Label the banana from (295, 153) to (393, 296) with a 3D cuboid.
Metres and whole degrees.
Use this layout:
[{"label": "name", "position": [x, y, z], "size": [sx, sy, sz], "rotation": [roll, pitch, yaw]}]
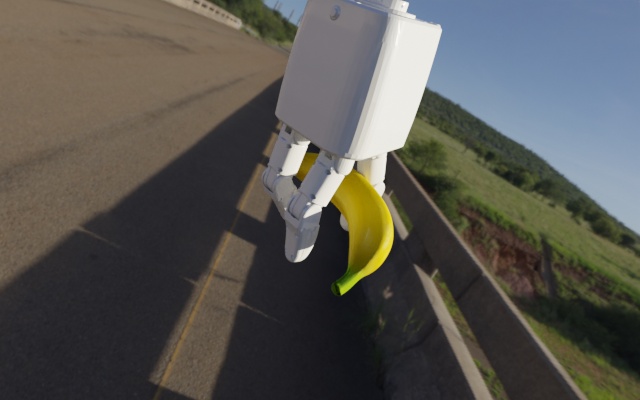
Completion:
[{"label": "banana", "position": [0.019, 0.001, 0.430], "size": [0.069, 0.037, 0.197], "rotation": [-7, 35, -12]}]
